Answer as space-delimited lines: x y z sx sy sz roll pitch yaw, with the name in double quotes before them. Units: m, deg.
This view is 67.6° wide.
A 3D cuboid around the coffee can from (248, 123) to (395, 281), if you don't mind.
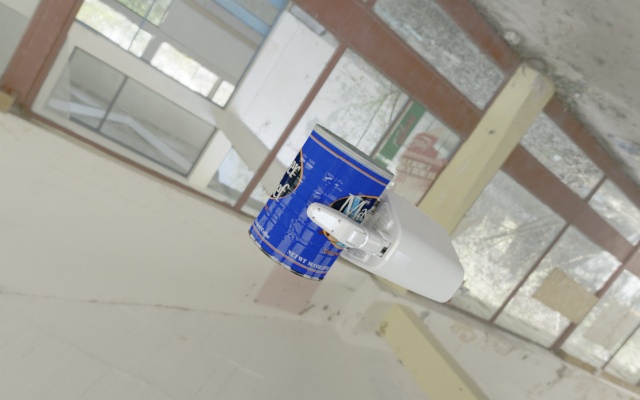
"coffee can" 0.000 0.002 0.527 0.103 0.140 0.102 32 10 -6
